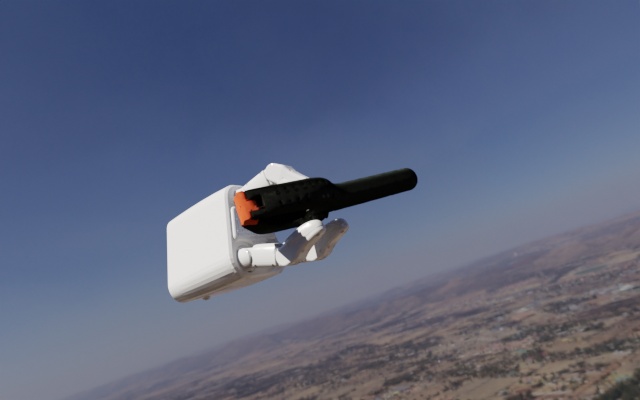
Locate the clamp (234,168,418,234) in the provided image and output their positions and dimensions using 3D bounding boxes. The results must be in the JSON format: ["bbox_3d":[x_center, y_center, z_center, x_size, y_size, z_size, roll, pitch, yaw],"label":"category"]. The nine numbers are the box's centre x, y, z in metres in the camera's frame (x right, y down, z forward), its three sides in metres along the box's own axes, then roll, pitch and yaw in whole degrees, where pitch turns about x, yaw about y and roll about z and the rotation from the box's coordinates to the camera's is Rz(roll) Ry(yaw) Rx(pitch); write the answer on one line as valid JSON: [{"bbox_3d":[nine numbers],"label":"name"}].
[{"bbox_3d":[-0.001,0.001,0.488,0.164,0.036,0.210,-27,-15,26],"label":"clamp"}]
